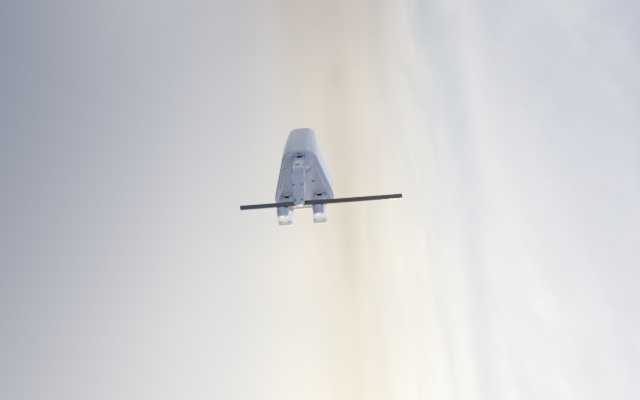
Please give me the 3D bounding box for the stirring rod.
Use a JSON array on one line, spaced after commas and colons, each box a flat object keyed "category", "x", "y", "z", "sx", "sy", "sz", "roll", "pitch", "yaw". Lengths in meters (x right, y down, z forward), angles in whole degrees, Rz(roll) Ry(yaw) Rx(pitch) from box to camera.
[{"category": "stirring rod", "x": 0.000, "y": 0.002, "z": 0.708, "sx": 0.239, "sy": 0.011, "sz": 0.011, "roll": -4, "pitch": 0, "yaw": 3}]
